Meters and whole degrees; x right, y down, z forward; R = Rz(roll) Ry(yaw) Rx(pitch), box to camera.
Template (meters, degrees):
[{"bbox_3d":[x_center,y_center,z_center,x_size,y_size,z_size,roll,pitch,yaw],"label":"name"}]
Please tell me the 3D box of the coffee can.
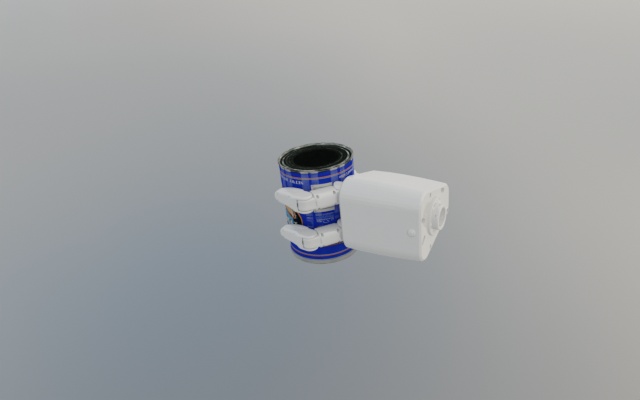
[{"bbox_3d":[0.000,0.002,0.669,0.103,0.140,0.102,-5,26,3],"label":"coffee can"}]
